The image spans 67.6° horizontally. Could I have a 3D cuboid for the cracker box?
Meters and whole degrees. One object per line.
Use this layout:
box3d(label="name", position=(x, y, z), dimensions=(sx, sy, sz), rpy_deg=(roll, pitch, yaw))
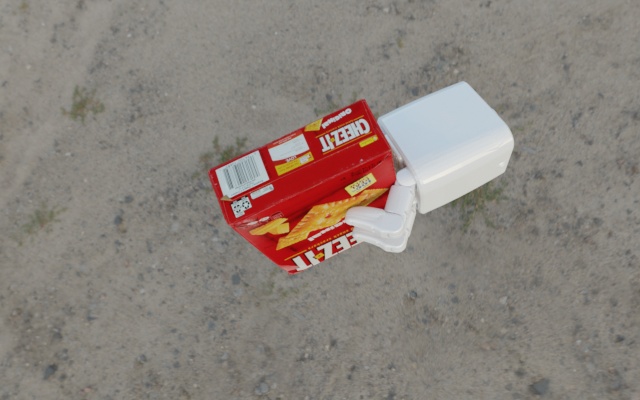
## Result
box3d(label="cracker box", position=(0.000, 0.002, 0.525), dimensions=(0.164, 0.072, 0.214), rpy_deg=(-25, -24, 2))
